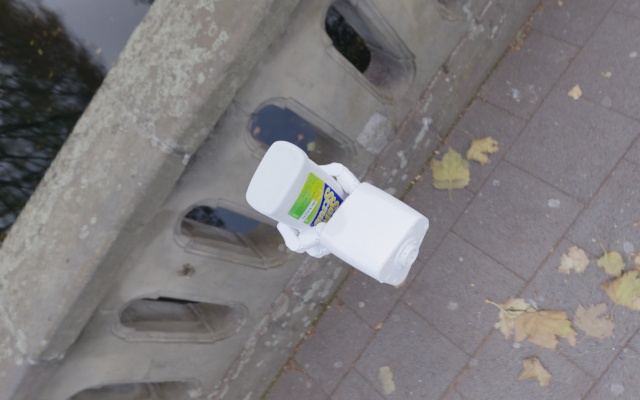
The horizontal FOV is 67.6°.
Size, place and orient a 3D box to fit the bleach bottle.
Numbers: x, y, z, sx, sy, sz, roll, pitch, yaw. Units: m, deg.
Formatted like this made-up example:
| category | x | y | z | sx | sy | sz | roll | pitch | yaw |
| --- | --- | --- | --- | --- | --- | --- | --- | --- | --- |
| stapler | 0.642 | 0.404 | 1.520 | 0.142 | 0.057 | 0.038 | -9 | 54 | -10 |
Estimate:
| category | x | y | z | sx | sy | sz | roll | pitch | yaw |
| --- | --- | --- | --- | --- | --- | --- | --- | --- | --- |
| bleach bottle | 0.000 | 0.002 | 0.721 | 0.068 | 0.102 | 0.251 | 31 | 3 | 34 |
